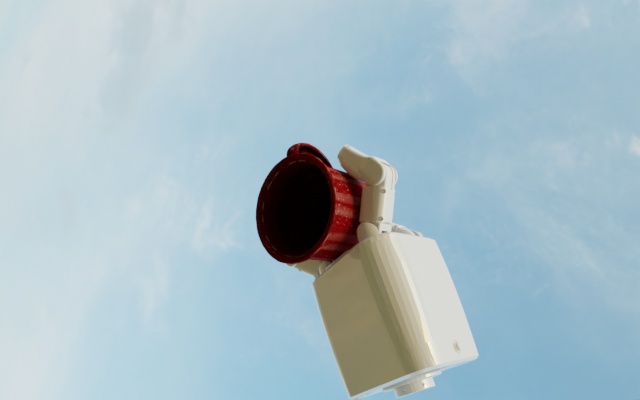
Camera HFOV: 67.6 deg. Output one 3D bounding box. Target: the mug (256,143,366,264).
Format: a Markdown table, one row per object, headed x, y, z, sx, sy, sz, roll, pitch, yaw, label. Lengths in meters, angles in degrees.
| x | y | z | sx | sy | sz | roll | pitch | yaw | label |
| --- | --- | --- | --- | --- | --- | --- | --- | --- | --- |
| 0.000 | 0.000 | 0.430 | 0.093 | 0.117 | 0.081 | -34 | -29 | 32 | mug |
